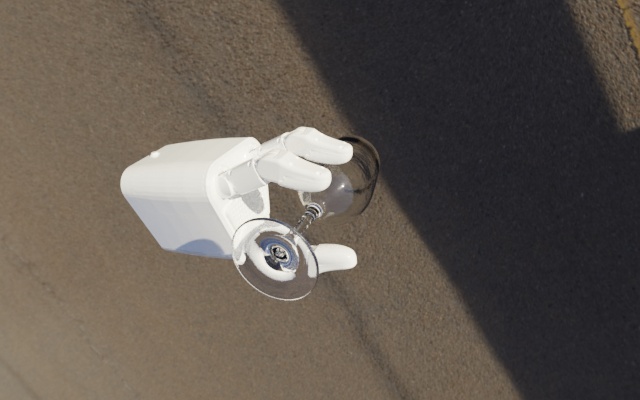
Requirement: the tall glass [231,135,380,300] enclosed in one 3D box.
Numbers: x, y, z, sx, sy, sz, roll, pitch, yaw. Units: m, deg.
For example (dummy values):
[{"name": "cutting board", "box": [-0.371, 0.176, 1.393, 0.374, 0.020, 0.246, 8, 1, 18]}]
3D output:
[{"name": "tall glass", "box": [0.000, 0.002, 0.444, 0.079, 0.079, 0.201, 0, 27, 24]}]
